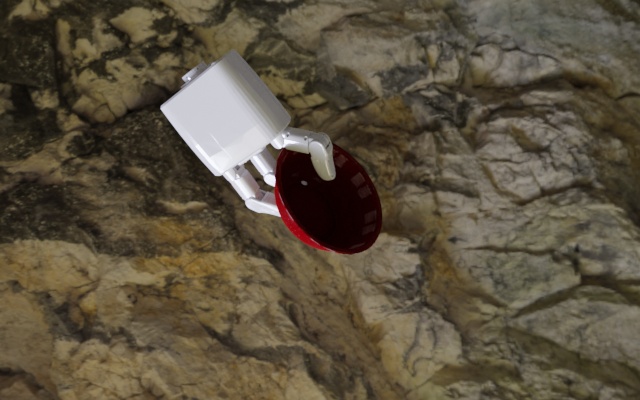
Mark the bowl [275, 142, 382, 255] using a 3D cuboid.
[{"bbox_3d":[0.001,0.003,0.599,0.162,0.162,0.055,0,-28,-40],"label":"bowl"}]
